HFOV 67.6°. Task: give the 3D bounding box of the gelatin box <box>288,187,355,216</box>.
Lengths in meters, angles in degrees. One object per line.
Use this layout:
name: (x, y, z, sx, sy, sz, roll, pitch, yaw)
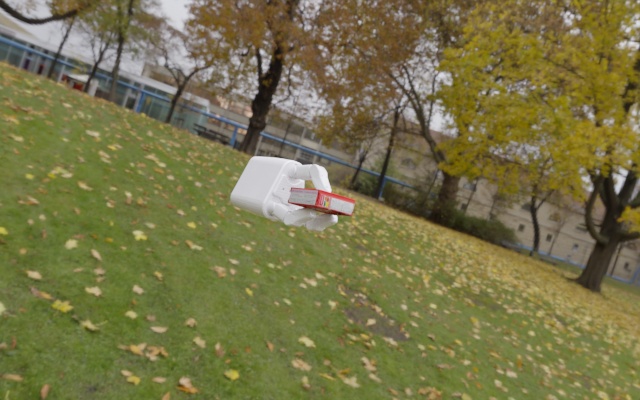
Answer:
gelatin box: (0.000, 0.002, 0.773, 0.073, 0.030, 0.089, 16, -6, -34)
